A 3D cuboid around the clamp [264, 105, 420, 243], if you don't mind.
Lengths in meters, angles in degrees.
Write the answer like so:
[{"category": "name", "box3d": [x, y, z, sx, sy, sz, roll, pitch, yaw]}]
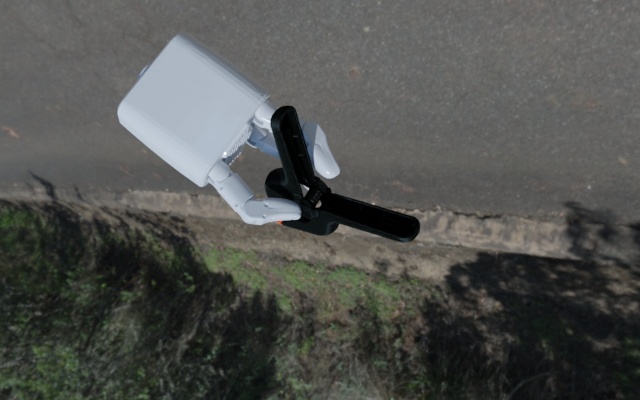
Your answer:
[{"category": "clamp", "box3d": [-0.001, 0.002, 0.491, 0.164, 0.036, 0.210, 39, -23, -2]}]
